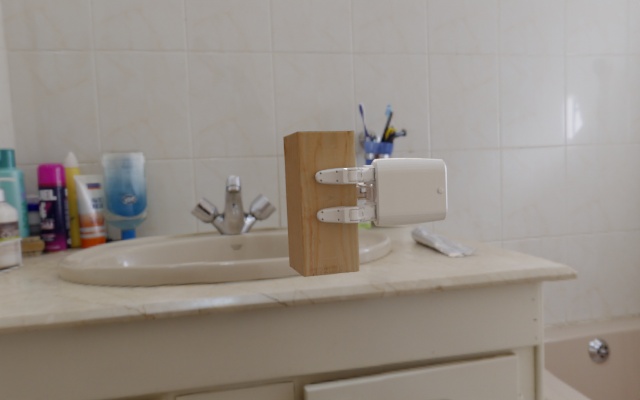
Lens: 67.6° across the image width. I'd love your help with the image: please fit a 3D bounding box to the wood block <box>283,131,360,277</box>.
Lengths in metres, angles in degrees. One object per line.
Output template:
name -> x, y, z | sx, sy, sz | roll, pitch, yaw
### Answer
wood block -> 0.000, 0.002, 0.726 | 0.090, 0.206, 0.091 | -3, 4, -16
